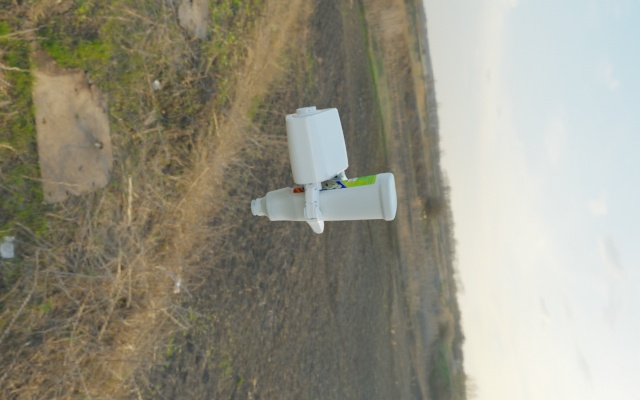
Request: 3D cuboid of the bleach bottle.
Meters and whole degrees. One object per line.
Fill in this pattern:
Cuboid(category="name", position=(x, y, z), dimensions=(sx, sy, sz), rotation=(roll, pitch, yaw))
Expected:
Cuboid(category="bleach bottle", position=(0.000, 0.003, 0.817), dimensions=(0.251, 0.068, 0.102), rotation=(-6, 15, 14))
